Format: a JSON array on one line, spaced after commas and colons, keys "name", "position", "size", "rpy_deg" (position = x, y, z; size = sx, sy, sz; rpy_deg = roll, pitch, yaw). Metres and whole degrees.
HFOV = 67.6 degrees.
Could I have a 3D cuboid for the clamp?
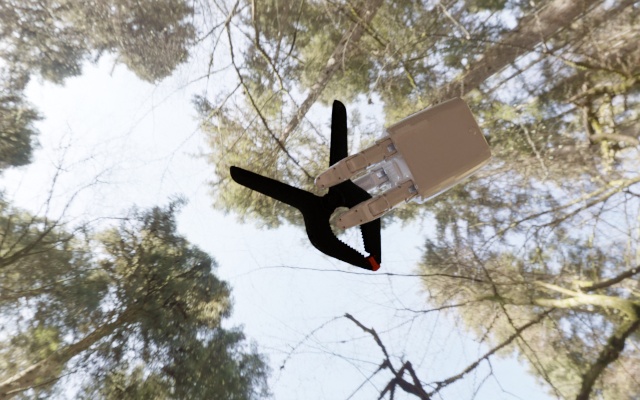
[{"name": "clamp", "position": [0.000, 0.002, 0.583], "size": [0.164, 0.210, 0.036], "rpy_deg": [-27, 1, -8]}]
